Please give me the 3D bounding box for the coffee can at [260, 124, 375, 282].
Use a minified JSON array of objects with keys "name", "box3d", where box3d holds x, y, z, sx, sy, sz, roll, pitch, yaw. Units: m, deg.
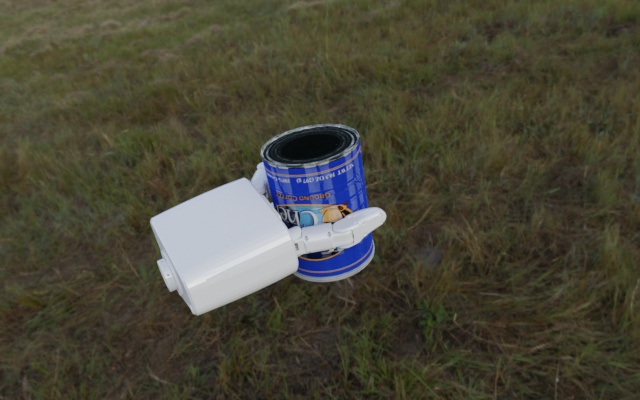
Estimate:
[{"name":"coffee can","box3d":[0.000,0.002,0.517,0.103,0.140,0.102,-8,29,5]}]
